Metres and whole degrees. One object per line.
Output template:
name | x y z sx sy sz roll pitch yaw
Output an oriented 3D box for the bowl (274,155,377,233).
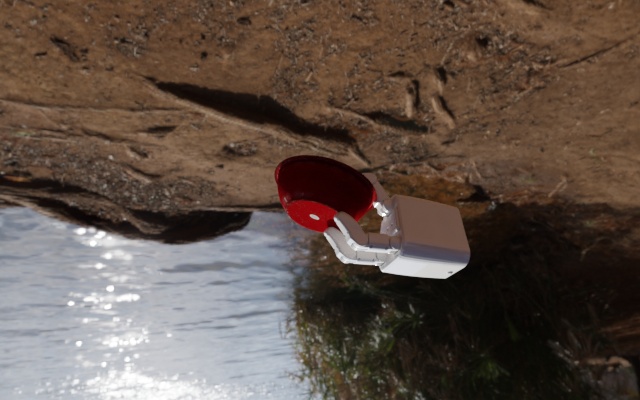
bowl | -0.001 0.002 0.714 0.162 0.055 0.162 14 -29 8
